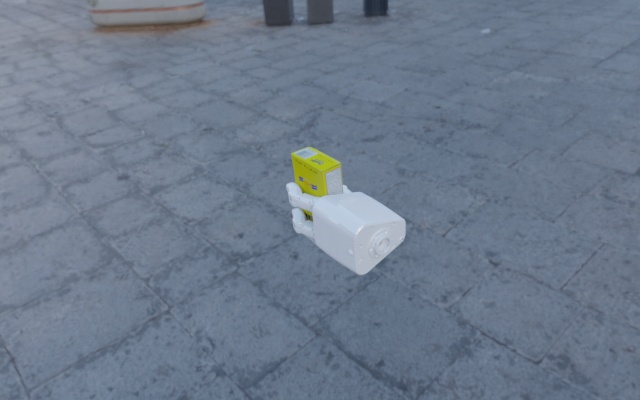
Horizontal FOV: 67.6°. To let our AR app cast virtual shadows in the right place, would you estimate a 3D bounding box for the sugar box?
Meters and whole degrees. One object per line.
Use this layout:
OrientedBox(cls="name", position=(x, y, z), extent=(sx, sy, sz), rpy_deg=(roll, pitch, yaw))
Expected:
OrientedBox(cls="sugar box", position=(0.000, 0.003, 0.830), extent=(0.048, 0.176, 0.093), rpy_deg=(-24, 36, -28))
